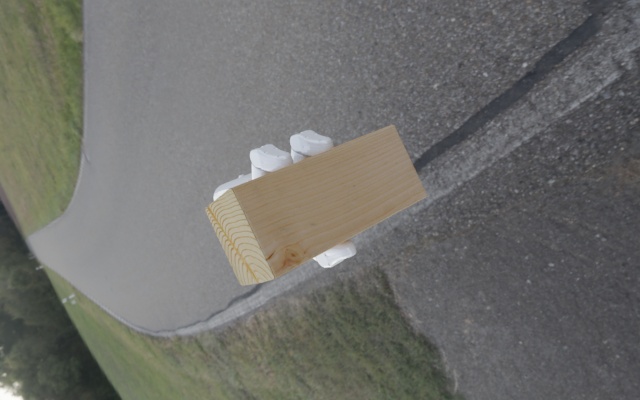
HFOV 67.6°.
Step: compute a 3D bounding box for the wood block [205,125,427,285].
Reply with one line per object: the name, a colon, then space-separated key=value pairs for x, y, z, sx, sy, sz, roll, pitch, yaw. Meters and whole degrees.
wood block: x=0.000 y=0.002 z=0.505 sx=0.206 sy=0.091 sz=0.090 roll=-25 pitch=0 yaw=-32
